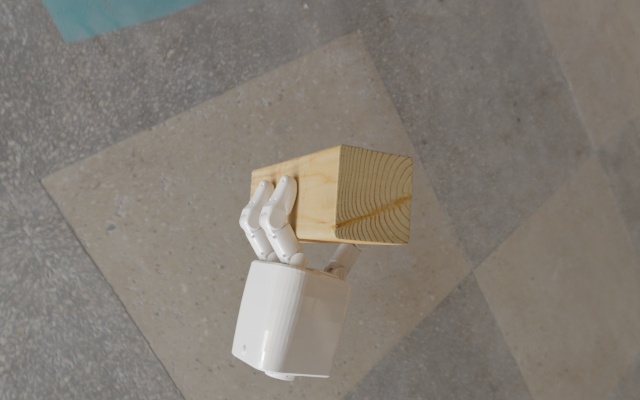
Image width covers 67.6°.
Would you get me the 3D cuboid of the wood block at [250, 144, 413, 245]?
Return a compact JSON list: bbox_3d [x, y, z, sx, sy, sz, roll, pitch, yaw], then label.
[{"bbox_3d":[0.000,0.002,0.541,0.091,0.090,0.206,7,-7,-31],"label":"wood block"}]
